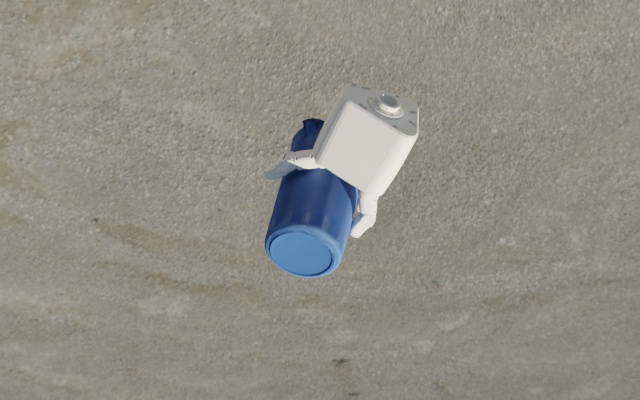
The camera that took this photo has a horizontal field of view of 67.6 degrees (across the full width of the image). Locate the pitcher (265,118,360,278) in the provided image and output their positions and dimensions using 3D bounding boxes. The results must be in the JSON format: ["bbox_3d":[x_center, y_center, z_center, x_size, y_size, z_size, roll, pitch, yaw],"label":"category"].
[{"bbox_3d":[0.000,0.002,0.733,0.149,0.242,0.145,24,-48,-8],"label":"pitcher"}]
